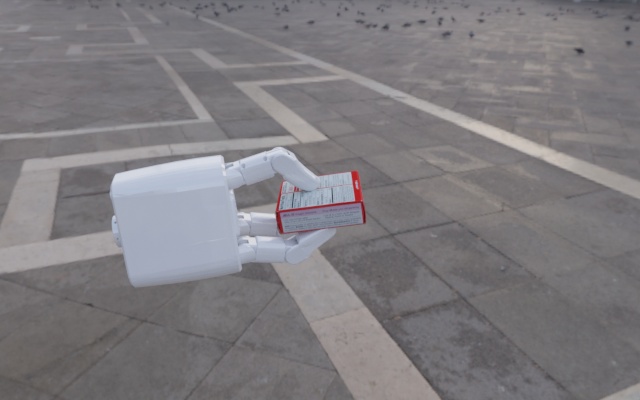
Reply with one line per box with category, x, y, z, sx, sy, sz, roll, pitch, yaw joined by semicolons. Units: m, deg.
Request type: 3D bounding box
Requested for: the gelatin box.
gelatin box;0.000;0.001;0.500;0.089;0.030;0.073;-8;27;4
